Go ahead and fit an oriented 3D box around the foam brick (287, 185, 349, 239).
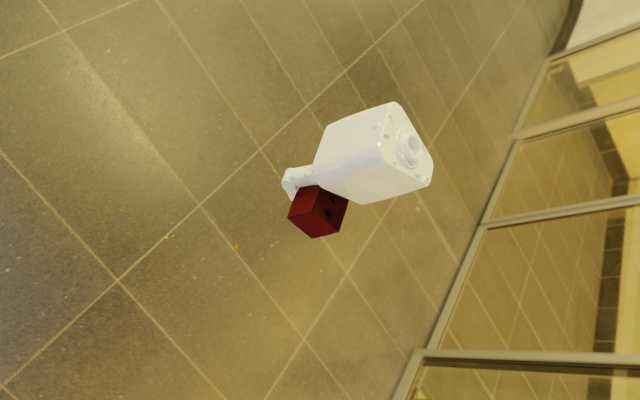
[{"bbox_3d":[0.000,0.002,0.636,0.051,0.078,0.053,-14,-44,43],"label":"foam brick"}]
